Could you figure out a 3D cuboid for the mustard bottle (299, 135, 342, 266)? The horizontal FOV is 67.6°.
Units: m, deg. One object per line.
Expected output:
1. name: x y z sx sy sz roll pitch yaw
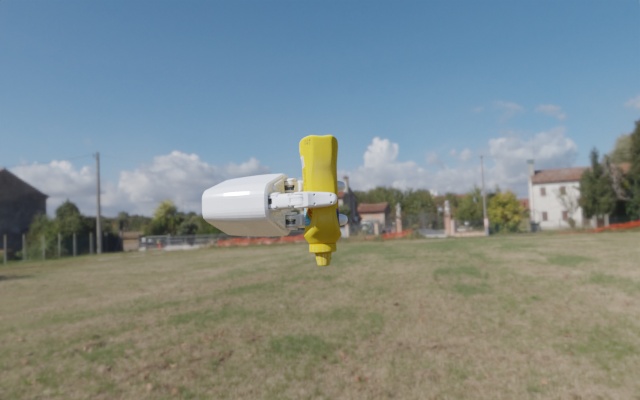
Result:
1. mustard bottle: 0.000 0.002 0.723 0.058 0.191 0.096 -2 -3 -9
